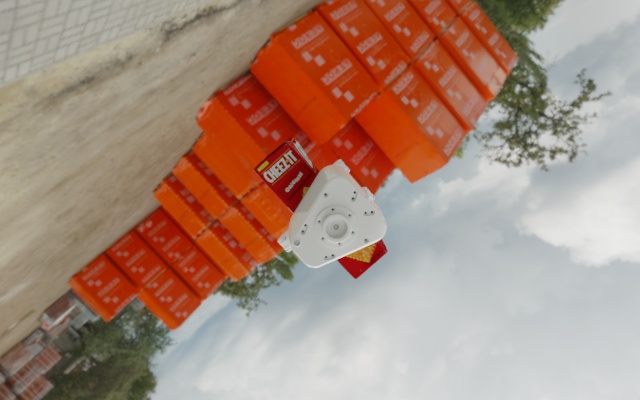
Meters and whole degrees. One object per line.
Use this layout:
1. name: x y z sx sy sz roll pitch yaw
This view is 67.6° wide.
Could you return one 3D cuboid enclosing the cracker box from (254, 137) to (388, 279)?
1. cracker box: 0.000 0.003 0.737 0.072 0.214 0.164 -41 8 4
